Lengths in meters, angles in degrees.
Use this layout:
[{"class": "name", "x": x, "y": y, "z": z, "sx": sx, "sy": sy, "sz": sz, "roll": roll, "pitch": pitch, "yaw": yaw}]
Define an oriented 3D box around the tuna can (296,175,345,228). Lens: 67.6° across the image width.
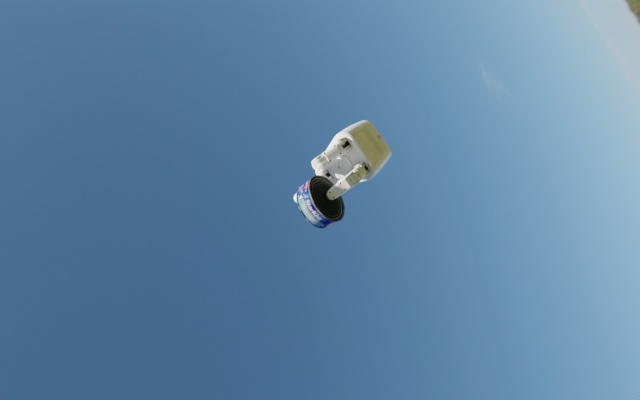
[{"class": "tuna can", "x": 0.000, "y": 0.003, "z": 0.801, "sx": 0.034, "sy": 0.086, "sz": 0.086, "roll": -31, "pitch": -18, "yaw": 33}]
